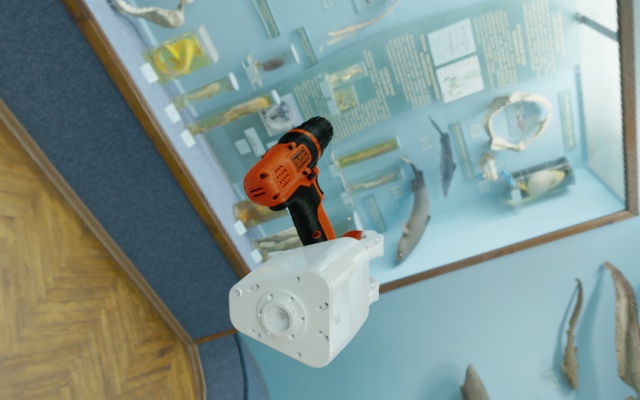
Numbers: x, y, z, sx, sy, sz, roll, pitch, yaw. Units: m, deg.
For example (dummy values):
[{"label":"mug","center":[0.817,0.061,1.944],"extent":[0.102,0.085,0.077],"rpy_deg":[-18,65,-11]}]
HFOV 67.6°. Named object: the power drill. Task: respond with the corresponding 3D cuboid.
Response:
[{"label":"power drill","center":[0.000,0.002,0.588],"extent":[0.057,0.188,0.184],"rpy_deg":[-18,21,36]}]
